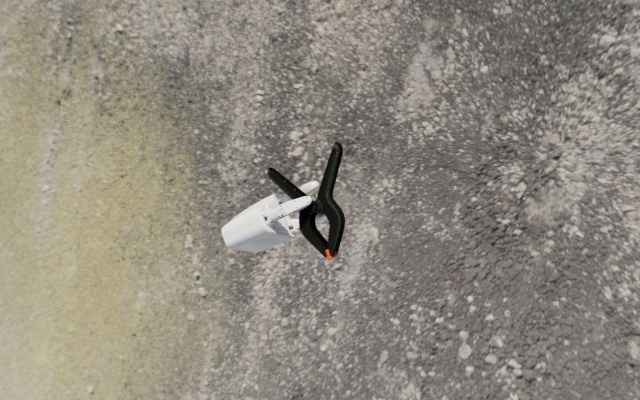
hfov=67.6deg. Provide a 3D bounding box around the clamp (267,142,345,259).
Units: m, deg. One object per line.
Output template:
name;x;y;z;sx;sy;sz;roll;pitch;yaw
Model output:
clamp;0.000;0.004;0.893;0.164;0.210;0.036;-26;-6;27
